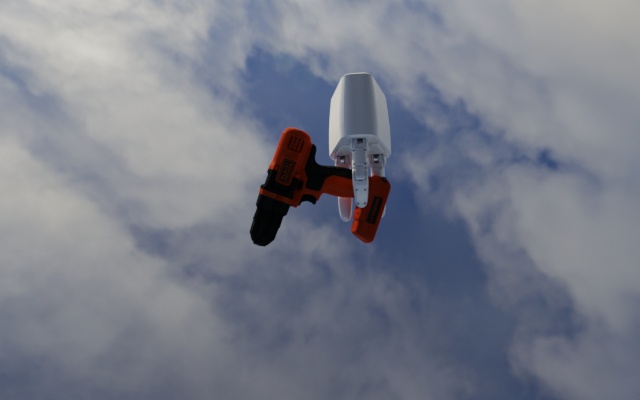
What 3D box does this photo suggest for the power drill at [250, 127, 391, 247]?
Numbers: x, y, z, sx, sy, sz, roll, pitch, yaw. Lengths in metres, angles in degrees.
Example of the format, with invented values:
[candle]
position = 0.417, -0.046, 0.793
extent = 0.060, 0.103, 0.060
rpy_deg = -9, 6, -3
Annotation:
[power drill]
position = 0.001, 0.002, 0.728
extent = 0.187, 0.184, 0.057
rpy_deg = 19, 1, -13
